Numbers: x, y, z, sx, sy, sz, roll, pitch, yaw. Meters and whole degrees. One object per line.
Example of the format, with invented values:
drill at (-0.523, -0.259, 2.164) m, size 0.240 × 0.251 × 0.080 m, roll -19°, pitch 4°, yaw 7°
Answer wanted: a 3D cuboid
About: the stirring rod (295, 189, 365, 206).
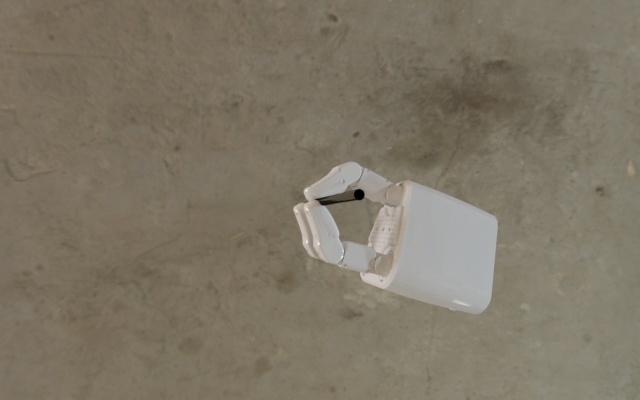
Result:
stirring rod at (0.000, 0.001, 0.445) m, size 0.011 × 0.011 × 0.239 m, roll 0°, pitch -3°, yaw -13°
